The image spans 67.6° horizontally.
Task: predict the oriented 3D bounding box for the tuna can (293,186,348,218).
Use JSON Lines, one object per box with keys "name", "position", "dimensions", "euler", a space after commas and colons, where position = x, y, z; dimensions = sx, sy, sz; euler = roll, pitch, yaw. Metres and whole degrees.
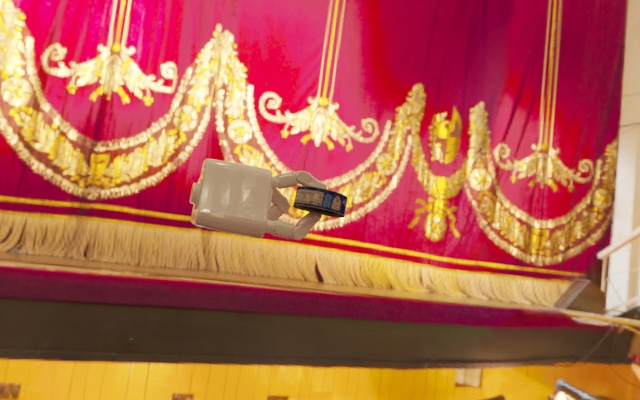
{"name": "tuna can", "position": [0.000, 0.002, 0.774], "dimensions": [0.086, 0.033, 0.086], "euler": [12, -7, 1]}
